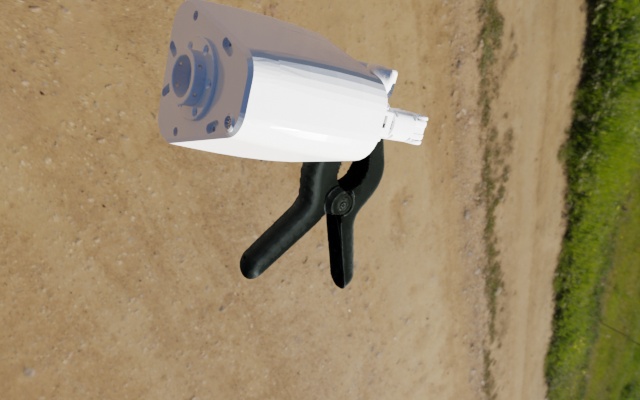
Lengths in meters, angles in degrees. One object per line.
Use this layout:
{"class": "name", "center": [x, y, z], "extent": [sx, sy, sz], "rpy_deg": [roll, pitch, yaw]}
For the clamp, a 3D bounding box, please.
{"class": "clamp", "center": [0.001, 0.001, 0.405], "extent": [0.120, 0.171, 0.039], "rpy_deg": [1, 20, -43]}
